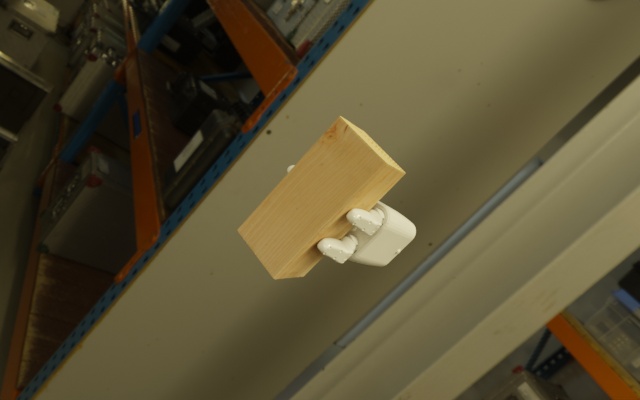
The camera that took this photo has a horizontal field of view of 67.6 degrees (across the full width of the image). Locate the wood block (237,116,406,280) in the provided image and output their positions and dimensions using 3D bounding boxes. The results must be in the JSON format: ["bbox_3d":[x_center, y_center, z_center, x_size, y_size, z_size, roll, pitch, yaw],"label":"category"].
[{"bbox_3d":[0.000,0.002,0.637,0.090,0.206,0.090,49,15,21],"label":"wood block"}]
